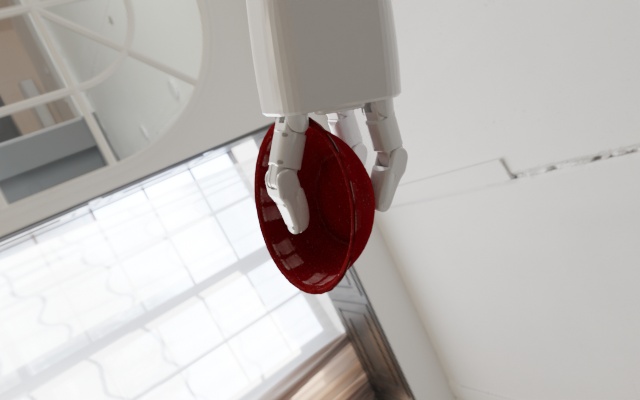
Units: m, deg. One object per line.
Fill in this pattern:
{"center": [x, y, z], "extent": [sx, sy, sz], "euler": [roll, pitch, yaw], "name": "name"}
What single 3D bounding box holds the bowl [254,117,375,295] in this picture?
{"center": [0.000, 0.003, 0.441], "extent": [0.055, 0.162, 0.162], "euler": [-9, 5, -35], "name": "bowl"}
